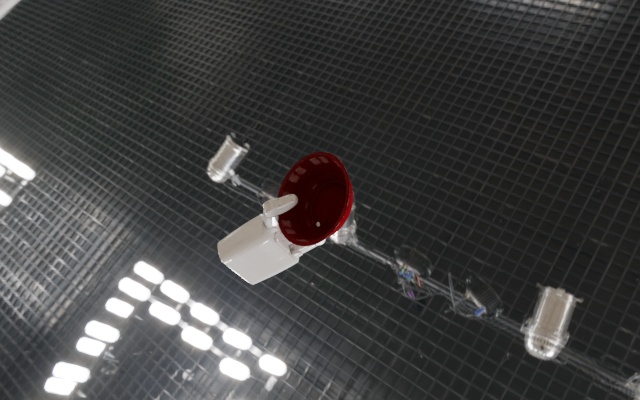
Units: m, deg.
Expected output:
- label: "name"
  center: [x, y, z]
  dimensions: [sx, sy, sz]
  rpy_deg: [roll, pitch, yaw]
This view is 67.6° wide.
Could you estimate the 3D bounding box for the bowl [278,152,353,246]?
- label: "bowl"
  center: [0.001, 0.002, 0.805]
  dimensions: [0.162, 0.162, 0.055]
  rpy_deg: [0, -15, 43]
